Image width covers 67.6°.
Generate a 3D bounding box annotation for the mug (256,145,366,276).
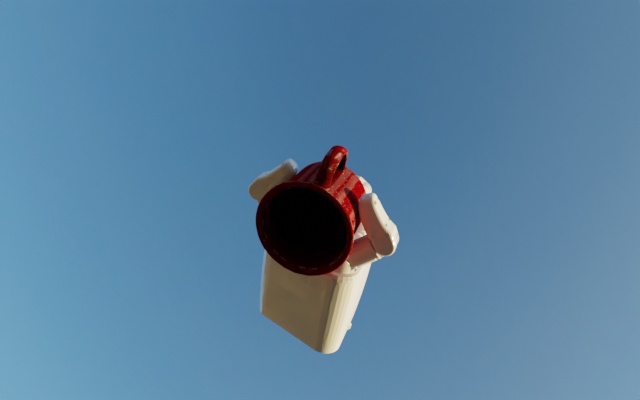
[{"bbox_3d":[0.000,0.000,0.451,0.093,0.117,0.081,21,28,10],"label":"mug"}]
